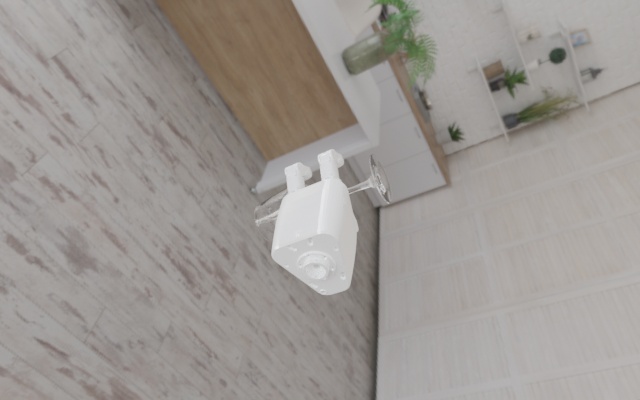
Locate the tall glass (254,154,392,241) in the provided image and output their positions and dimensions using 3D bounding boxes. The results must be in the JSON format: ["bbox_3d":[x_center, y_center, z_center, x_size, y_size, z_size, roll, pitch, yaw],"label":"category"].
[{"bbox_3d":[0.001,0.002,0.713,0.201,0.079,0.079,-21,-8,22],"label":"tall glass"}]
